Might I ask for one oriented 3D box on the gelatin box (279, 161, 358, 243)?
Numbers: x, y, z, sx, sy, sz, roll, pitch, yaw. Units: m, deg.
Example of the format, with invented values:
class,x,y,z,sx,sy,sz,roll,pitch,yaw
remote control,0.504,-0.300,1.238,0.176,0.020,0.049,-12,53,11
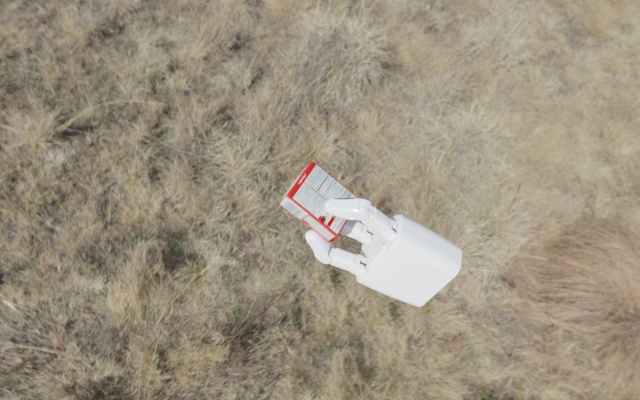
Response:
class,x,y,z,sx,sy,sz,roll,pitch,yaw
gelatin box,0.000,0.002,0.647,0.089,0.073,0.030,39,-35,-8
